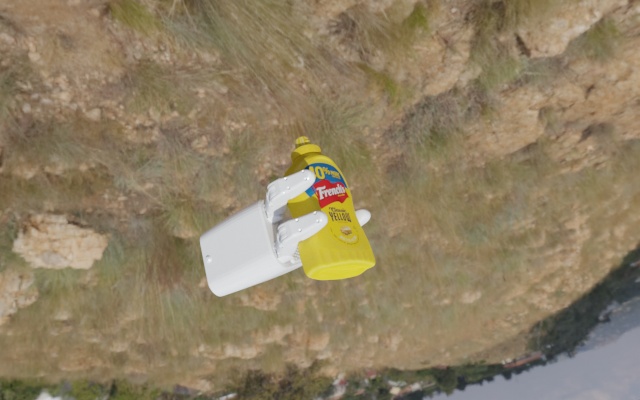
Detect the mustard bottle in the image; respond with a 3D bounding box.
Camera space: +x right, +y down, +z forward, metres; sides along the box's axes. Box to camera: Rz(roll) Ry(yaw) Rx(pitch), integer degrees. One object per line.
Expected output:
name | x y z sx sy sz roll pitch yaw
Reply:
mustard bottle | 0.000 0.002 0.603 0.096 0.191 0.058 4 -32 -40
